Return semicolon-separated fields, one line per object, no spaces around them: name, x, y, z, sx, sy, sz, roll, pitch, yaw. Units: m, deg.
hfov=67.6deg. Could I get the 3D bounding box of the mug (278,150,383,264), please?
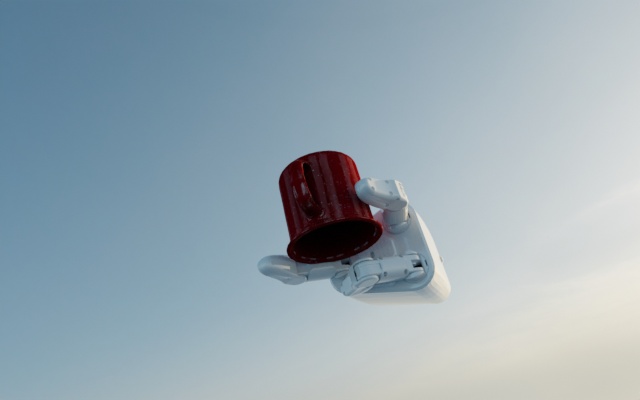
mug;-0.001;0.001;0.455;0.093;0.081;0.117;-24;-30;16
